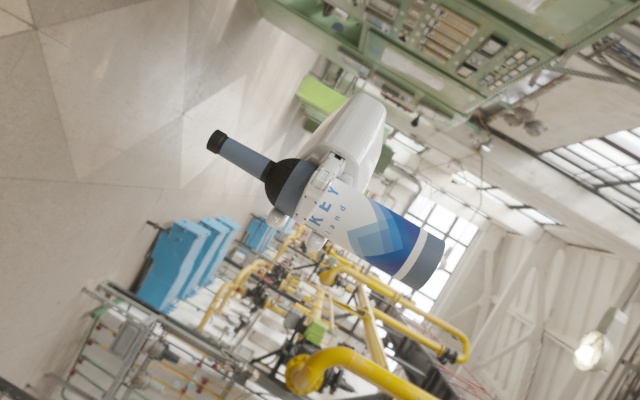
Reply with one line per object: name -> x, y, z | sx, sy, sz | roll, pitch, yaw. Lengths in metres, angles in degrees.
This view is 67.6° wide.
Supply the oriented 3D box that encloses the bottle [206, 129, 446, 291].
bottle -> 0.000, 0.002, 0.557 | 0.296, 0.069, 0.069 | 30, 1, 1
